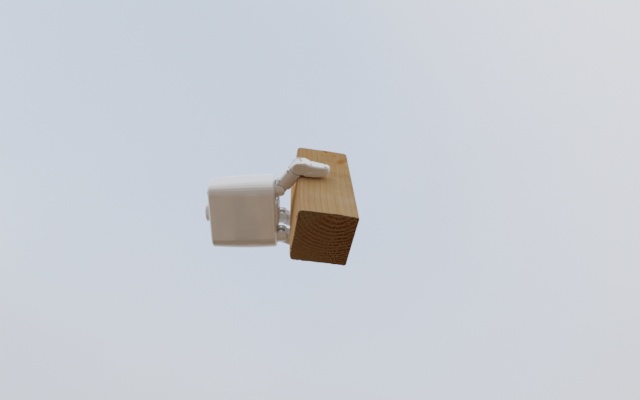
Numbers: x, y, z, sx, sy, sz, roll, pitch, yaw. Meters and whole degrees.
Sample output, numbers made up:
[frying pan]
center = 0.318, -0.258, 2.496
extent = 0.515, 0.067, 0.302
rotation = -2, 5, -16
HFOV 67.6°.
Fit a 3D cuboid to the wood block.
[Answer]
[wood block]
center = 0.000, 0.002, 0.780
extent = 0.090, 0.091, 0.206
rotation = 8, 31, -8
